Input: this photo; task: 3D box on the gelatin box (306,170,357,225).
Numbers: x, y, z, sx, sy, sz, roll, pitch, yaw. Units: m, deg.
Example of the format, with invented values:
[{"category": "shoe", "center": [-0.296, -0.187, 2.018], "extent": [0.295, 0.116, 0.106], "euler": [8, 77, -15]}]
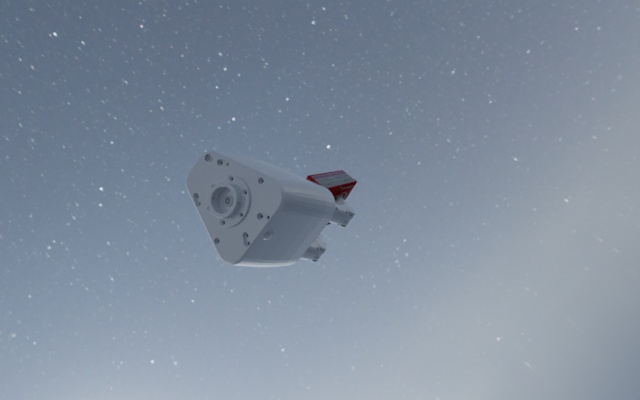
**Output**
[{"category": "gelatin box", "center": [0.000, 0.002, 0.597], "extent": [0.030, 0.073, 0.089], "euler": [40, 25, 19]}]
